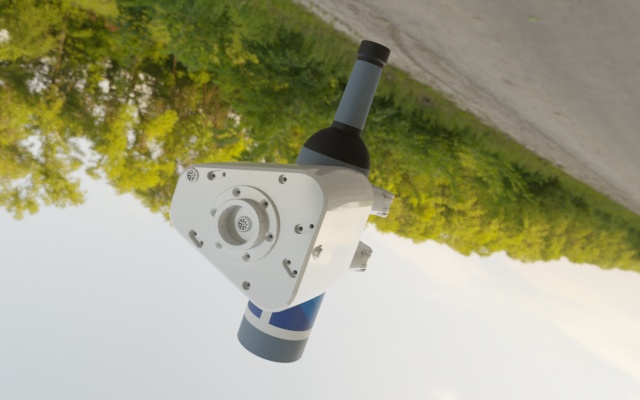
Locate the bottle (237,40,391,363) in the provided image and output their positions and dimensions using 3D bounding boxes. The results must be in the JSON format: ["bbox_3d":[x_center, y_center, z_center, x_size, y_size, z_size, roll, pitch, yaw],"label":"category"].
[{"bbox_3d":[0.000,0.002,0.440,0.069,0.296,0.069,19,8,-3],"label":"bottle"}]
